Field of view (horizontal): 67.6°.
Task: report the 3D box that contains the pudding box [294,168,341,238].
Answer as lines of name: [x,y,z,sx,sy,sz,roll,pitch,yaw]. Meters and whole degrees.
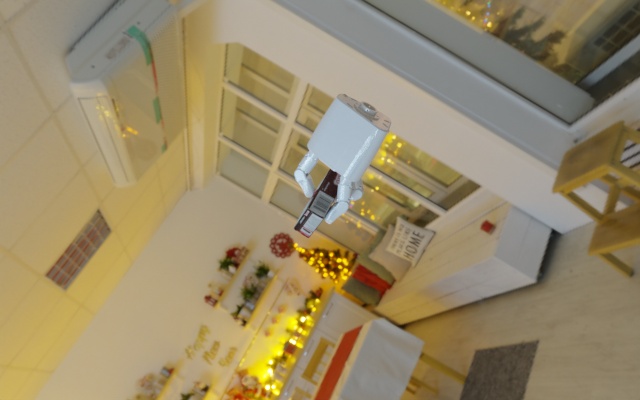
pudding box: [0.000,0.003,0.890,0.039,0.113,0.090,32,-35,-1]
